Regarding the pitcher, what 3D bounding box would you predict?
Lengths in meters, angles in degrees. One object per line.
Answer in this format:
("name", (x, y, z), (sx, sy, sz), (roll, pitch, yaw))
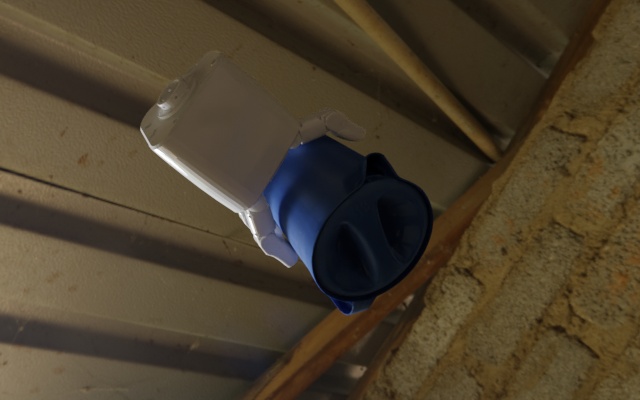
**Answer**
("pitcher", (0.000, 0.002, 0.540), (0.145, 0.149, 0.242), (39, 3, -38))
